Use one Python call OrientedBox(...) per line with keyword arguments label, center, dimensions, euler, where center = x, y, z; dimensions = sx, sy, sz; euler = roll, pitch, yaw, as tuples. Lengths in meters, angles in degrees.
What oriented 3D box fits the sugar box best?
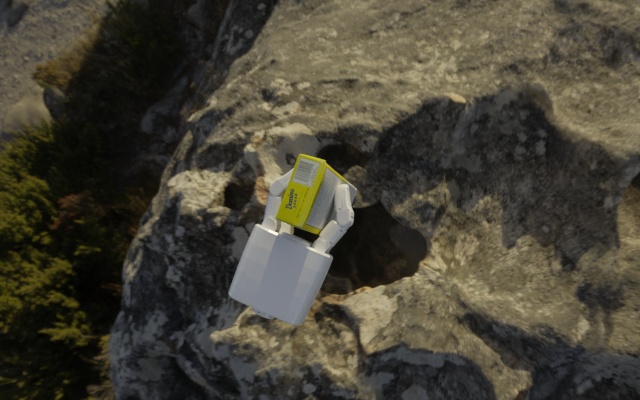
OrientedBox(label="sugar box", center=(0.000, 0.002, 0.688), dimensions=(0.048, 0.093, 0.176), euler=(20, -5, 18))
